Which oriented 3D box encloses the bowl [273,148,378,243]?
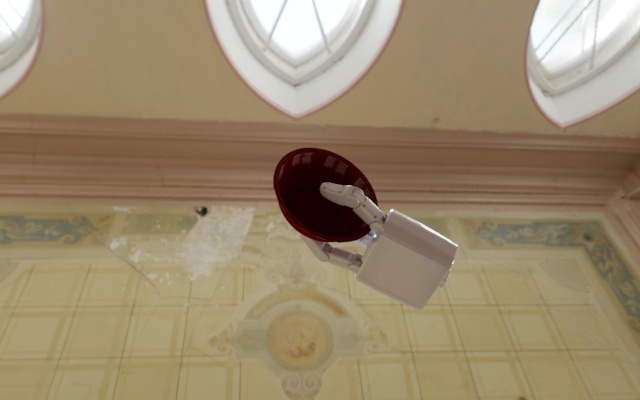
[{"bbox_3d":[-0.001,0.002,0.689,0.162,0.162,0.055,0,-33,-29],"label":"bowl"}]
